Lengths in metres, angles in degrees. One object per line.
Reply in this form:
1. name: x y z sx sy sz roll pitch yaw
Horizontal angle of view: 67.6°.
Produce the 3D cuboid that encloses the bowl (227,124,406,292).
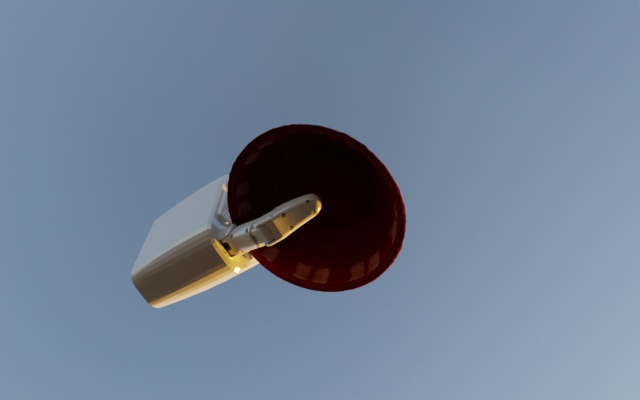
1. bowl: 0.001 0.001 0.431 0.162 0.162 0.055 0 26 20
